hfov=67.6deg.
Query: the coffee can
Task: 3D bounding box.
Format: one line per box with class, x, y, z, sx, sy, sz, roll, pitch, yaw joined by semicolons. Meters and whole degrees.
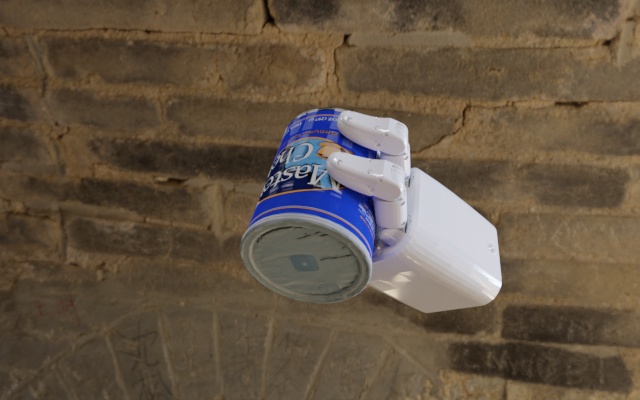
coffee can;0.000;0.001;0.413;0.103;0.103;0.140;0;44;14
